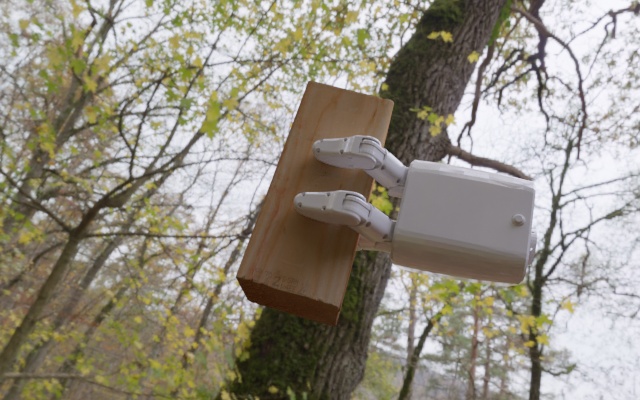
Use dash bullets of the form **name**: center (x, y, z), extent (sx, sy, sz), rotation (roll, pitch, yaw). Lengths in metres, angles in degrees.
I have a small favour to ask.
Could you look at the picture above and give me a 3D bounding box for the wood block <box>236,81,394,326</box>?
- **wood block**: center (0.000, 0.002, 0.460), extent (0.090, 0.206, 0.091), rotation (15, -24, 7)
